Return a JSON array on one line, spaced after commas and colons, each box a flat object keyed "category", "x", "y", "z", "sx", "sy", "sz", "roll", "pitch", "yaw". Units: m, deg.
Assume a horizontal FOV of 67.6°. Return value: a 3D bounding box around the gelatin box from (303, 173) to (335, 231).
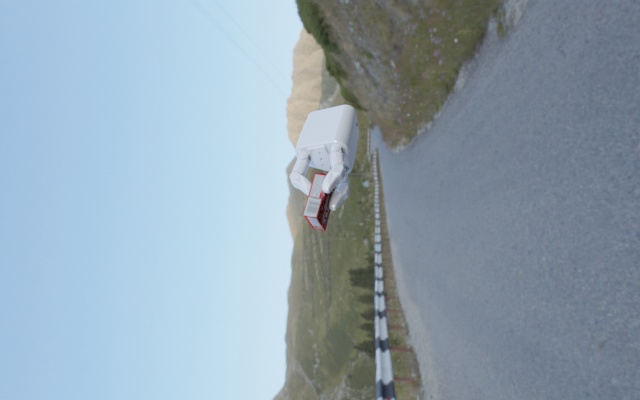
[{"category": "gelatin box", "x": 0.000, "y": 0.003, "z": 0.895, "sx": 0.030, "sy": 0.089, "sz": 0.073, "roll": 9, "pitch": -20, "yaw": 17}]
